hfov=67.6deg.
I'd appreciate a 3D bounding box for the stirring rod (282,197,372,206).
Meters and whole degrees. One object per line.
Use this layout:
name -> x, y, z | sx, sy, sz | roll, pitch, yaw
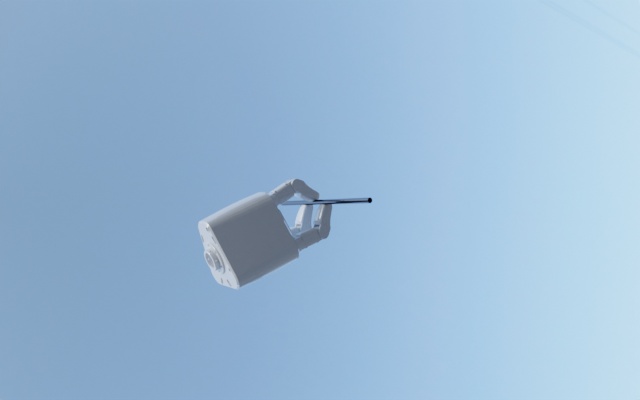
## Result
stirring rod -> 0.000, 0.002, 0.747 | 0.011, 0.011, 0.239 | 0, -1, -34
